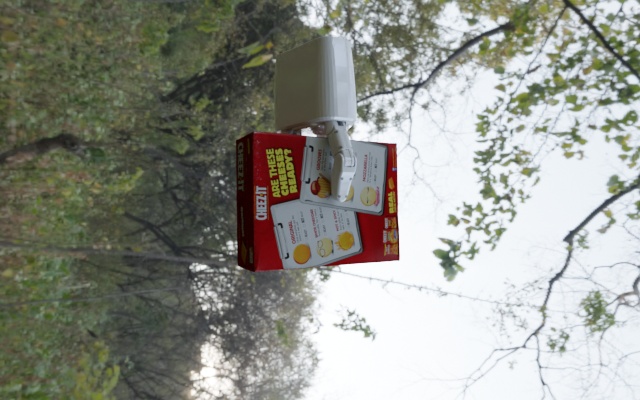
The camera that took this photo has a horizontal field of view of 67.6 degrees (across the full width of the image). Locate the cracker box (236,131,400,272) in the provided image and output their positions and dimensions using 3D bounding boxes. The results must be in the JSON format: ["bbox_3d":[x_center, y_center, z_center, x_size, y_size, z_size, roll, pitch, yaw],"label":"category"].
[{"bbox_3d":[0.000,0.002,0.624,0.214,0.164,0.072,0,-2,-29],"label":"cracker box"}]
